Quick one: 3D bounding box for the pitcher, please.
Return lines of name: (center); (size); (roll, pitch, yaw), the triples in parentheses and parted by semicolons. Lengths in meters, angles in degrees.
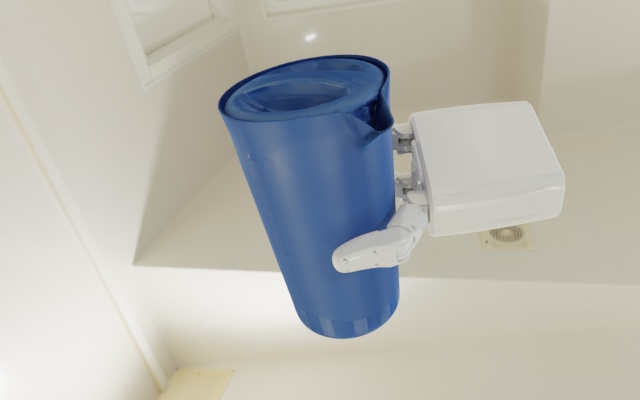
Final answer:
pitcher: (0.000, 0.001, 0.433); (0.145, 0.243, 0.149); (-8, 33, 7)
